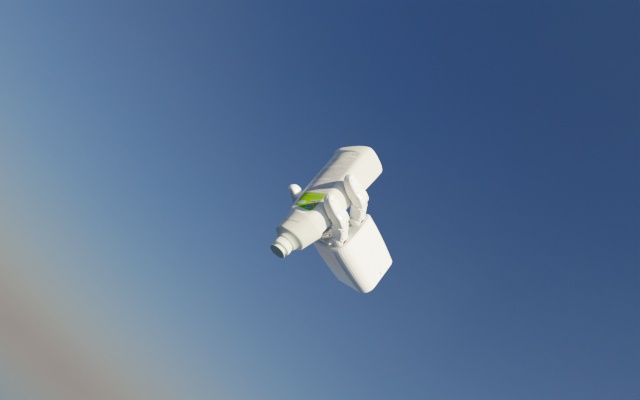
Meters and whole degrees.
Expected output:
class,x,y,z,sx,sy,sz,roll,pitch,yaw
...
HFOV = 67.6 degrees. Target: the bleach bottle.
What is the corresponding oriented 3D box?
class,x,y,z,sx,sy,sz,roll,pitch,yaw
bleach bottle,0.000,0.003,0.814,0.102,0.068,0.250,-1,37,48
